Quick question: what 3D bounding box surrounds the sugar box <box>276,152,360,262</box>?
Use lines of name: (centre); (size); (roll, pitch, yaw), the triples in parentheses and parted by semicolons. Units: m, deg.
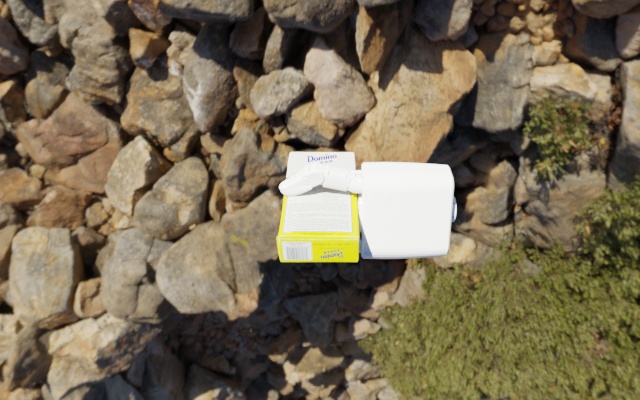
sugar box: (0.000, 0.002, 0.603); (0.093, 0.048, 0.176); (1, 36, 2)
